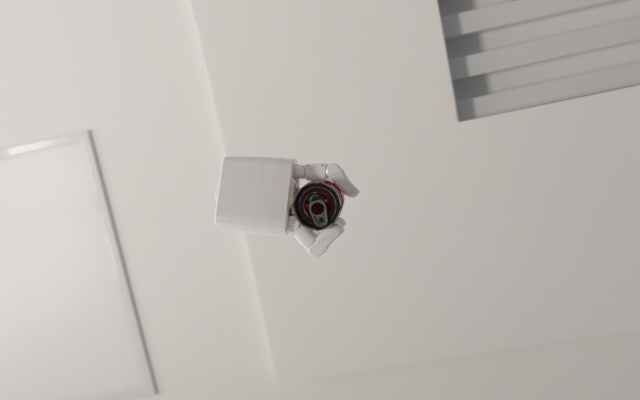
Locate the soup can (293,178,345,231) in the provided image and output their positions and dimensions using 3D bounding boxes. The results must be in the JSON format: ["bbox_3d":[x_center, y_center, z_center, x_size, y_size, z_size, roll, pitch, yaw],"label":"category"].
[{"bbox_3d":[0.001,0.002,0.703,0.068,0.068,0.102,0,7,6],"label":"soup can"}]
